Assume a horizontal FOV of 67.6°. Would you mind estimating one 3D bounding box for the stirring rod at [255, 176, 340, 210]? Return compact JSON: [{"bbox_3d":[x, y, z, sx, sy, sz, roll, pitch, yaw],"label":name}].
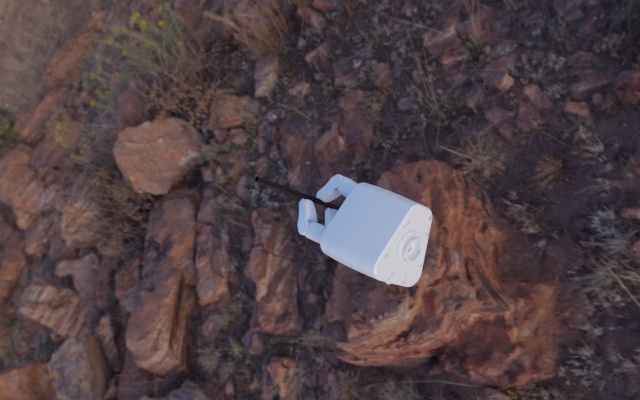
[{"bbox_3d":[0.000,0.002,0.720,0.239,0.011,0.011,20,-13,-40],"label":"stirring rod"}]
